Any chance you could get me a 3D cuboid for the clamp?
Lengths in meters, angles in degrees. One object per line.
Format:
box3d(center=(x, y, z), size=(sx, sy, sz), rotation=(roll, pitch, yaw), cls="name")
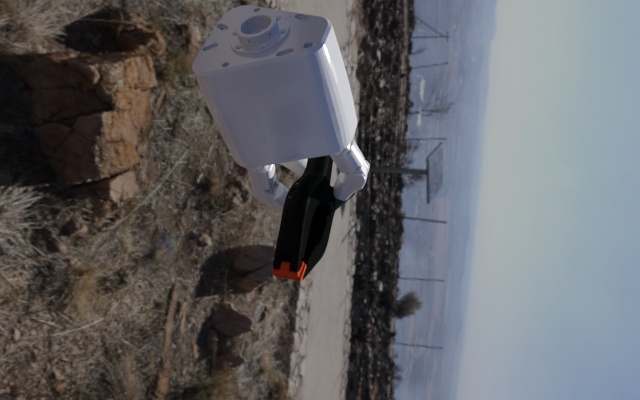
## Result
box3d(center=(0.001, 0.002, 0.518), size=(0.036, 0.209, 0.165), rotation=(5, -35, 19), cls="clamp")
